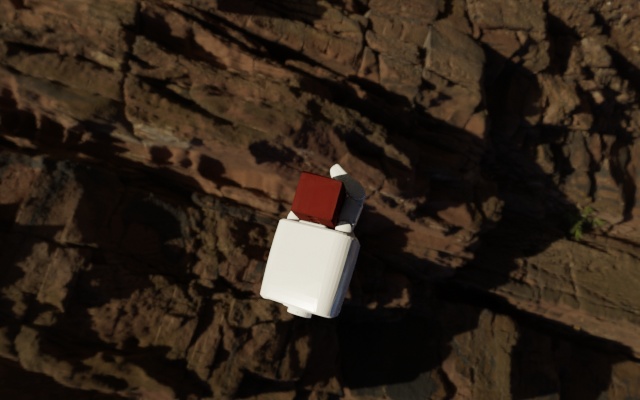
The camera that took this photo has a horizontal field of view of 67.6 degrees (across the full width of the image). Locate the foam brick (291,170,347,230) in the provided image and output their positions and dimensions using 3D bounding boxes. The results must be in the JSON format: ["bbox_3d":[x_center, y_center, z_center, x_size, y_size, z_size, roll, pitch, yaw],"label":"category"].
[{"bbox_3d":[0.000,0.002,0.599,0.053,0.051,0.078,16,-9,10],"label":"foam brick"}]
